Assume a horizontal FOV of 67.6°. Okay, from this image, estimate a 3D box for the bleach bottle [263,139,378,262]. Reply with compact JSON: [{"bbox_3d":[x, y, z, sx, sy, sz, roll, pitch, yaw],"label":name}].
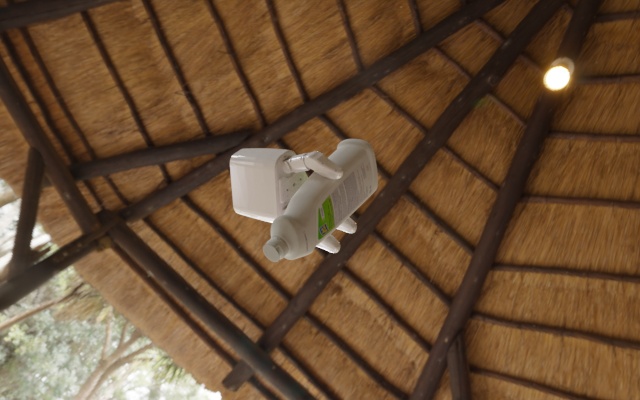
[{"bbox_3d":[0.000,0.002,0.722,0.068,0.103,0.250,8,34,35],"label":"bleach bottle"}]
